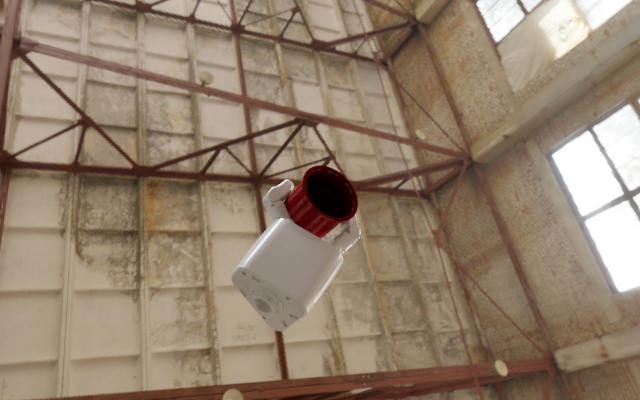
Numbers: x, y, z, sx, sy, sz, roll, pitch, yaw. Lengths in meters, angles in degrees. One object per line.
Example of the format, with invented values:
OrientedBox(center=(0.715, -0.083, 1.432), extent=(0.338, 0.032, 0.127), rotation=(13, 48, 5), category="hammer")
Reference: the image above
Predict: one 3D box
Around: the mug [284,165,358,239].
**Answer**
OrientedBox(center=(0.001, 0.002, 0.712), extent=(0.081, 0.093, 0.117), rotation=(-44, 4, 44), category="mug")
